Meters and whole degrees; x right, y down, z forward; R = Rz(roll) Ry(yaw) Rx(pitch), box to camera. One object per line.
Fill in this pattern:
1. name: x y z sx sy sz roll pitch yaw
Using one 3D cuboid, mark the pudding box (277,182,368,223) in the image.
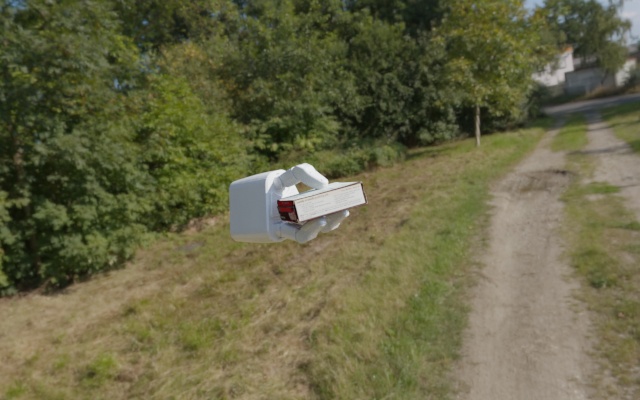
1. pudding box: 0.000 0.002 0.716 0.113 0.039 0.090 -17 7 -19
